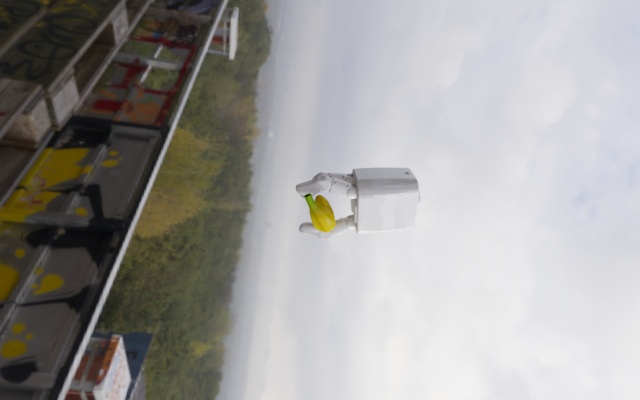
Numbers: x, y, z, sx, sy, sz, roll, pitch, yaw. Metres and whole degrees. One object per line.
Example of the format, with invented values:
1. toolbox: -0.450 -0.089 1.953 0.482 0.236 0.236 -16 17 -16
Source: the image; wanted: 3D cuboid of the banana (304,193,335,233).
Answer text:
1. banana: 0.004 0.021 0.830 0.037 0.069 0.198 -13 -1 3
